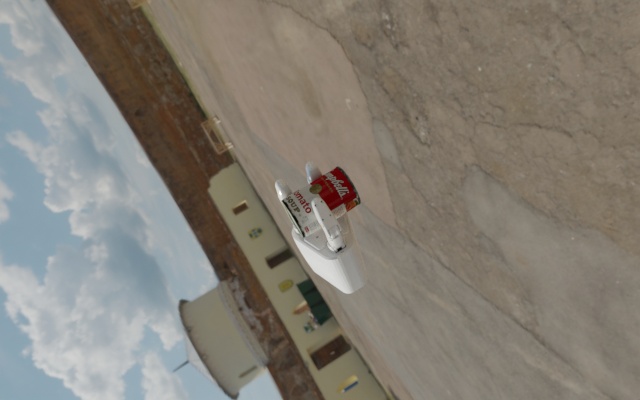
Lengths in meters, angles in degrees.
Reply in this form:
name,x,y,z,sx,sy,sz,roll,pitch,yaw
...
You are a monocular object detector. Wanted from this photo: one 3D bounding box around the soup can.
name,x,y,z,sx,sy,sz,roll,pitch,yaw
soup can,0.000,0.002,0.722,0.102,0.068,0.068,-31,5,-8
